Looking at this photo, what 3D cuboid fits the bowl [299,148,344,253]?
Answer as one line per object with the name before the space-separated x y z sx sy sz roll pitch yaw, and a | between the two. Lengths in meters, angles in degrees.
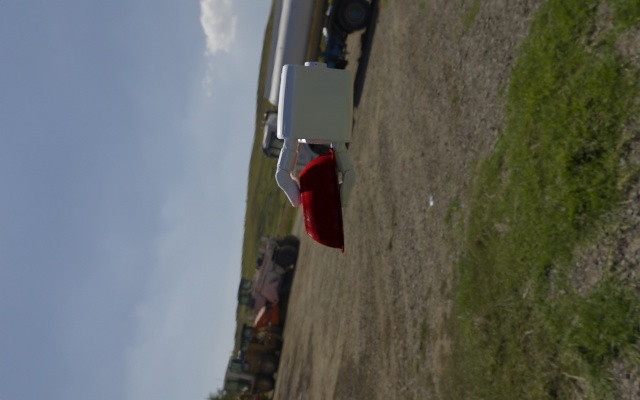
bowl | 0.000 0.004 0.726 0.055 0.162 0.162 -7 0 -1
